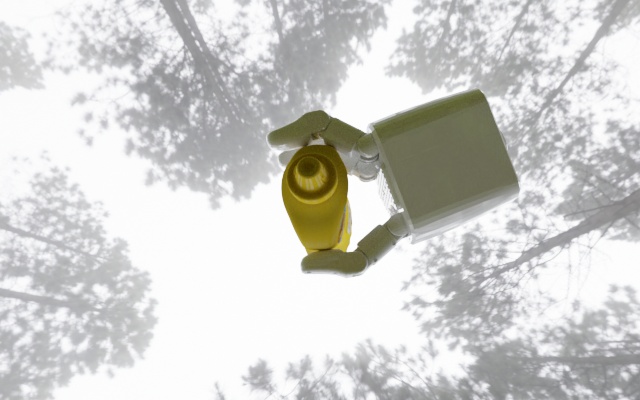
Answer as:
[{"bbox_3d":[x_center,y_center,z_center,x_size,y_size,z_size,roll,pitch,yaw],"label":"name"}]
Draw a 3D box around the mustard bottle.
[{"bbox_3d":[0.000,0.002,0.450,0.058,0.096,0.192,1,-16,5],"label":"mustard bottle"}]
